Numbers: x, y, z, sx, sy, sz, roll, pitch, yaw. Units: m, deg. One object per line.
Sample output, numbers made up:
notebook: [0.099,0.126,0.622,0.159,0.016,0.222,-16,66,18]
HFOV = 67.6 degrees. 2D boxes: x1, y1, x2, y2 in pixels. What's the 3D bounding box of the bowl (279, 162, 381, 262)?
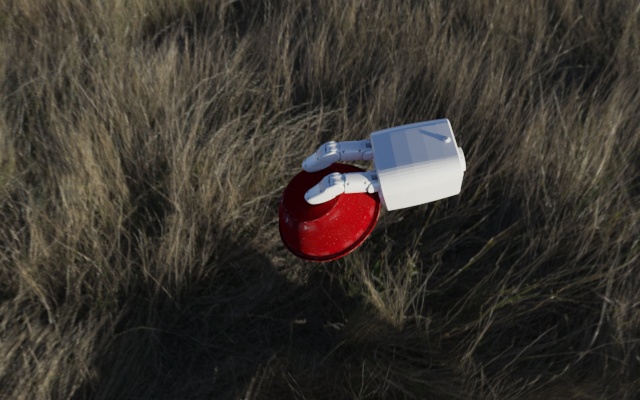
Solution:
bowl: [-0.001,0.003,0.675,0.162,0.162,0.055,0,-29,28]
